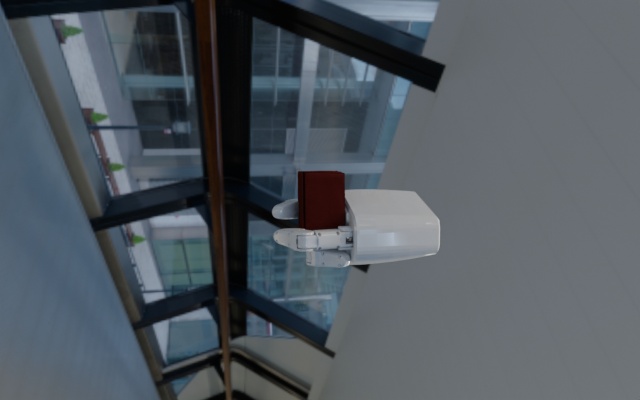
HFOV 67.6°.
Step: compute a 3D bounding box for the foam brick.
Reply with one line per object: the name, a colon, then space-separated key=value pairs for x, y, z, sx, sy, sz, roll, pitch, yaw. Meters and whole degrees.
foam brick: x=0.000 y=0.002 z=0.585 sx=0.051 sy=0.078 sz=0.053 roll=-2 pitch=7 yaw=-9
